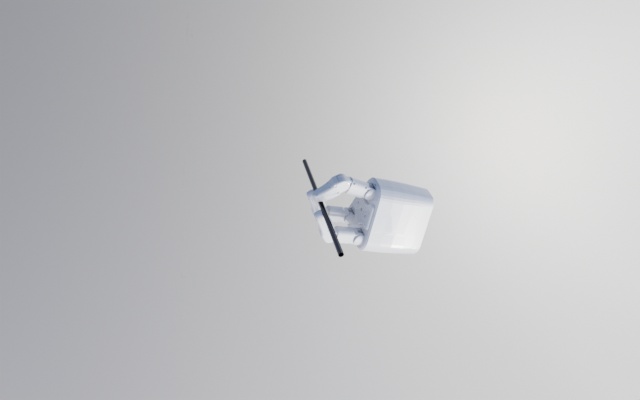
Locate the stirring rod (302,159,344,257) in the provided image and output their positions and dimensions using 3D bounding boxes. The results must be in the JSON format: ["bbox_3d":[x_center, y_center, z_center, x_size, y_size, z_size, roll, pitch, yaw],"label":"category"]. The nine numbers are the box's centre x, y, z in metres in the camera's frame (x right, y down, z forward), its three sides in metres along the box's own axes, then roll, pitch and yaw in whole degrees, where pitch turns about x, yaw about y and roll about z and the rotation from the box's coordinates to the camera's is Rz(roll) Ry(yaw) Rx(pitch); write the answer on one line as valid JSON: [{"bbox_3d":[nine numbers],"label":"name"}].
[{"bbox_3d":[0.000,0.002,0.734,0.011,0.011,0.239,0,36,-17],"label":"stirring rod"}]
